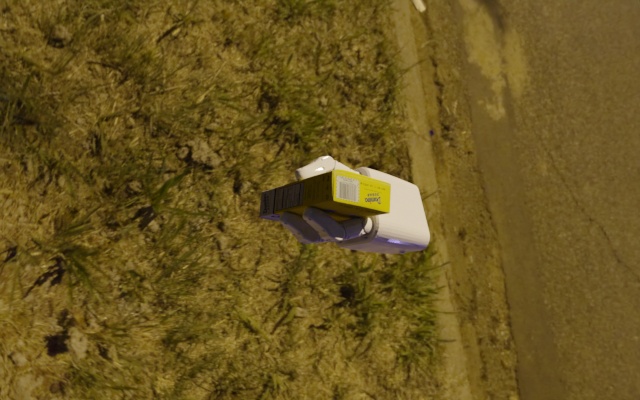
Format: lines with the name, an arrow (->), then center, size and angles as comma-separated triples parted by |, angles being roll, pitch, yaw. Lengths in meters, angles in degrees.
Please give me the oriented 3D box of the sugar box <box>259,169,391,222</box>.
sugar box -> 0.000, 0.003, 0.641 | 0.093, 0.048, 0.176 | 13, -18, -33
